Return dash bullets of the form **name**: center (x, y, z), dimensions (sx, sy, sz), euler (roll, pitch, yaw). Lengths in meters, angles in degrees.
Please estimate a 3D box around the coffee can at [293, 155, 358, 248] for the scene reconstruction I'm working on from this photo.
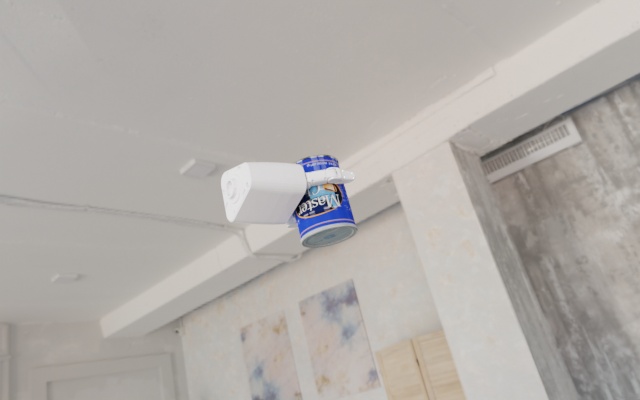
- **coffee can**: center (0.000, 0.003, 0.866), dimensions (0.103, 0.140, 0.103), euler (-12, -21, -5)
